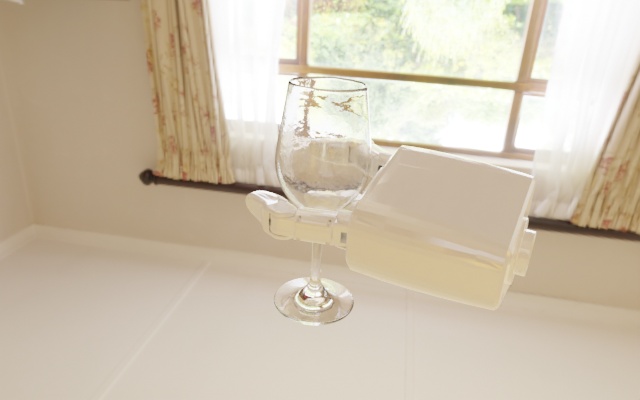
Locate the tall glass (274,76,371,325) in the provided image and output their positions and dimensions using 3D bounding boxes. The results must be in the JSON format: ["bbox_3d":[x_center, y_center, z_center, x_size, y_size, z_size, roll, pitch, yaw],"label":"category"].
[{"bbox_3d":[0.000,0.002,0.404,0.079,0.201,0.079,3,23,-1],"label":"tall glass"}]
